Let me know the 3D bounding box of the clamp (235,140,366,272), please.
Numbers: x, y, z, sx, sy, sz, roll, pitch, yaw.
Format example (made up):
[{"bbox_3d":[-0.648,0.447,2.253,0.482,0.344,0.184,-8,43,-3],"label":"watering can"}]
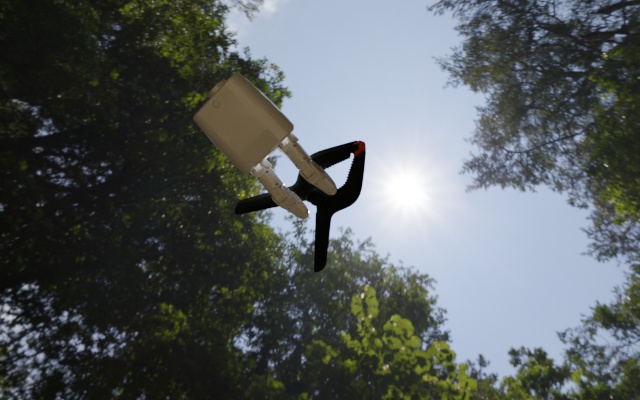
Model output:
[{"bbox_3d":[0.000,0.001,0.696,0.210,0.164,0.036,-41,15,18],"label":"clamp"}]
